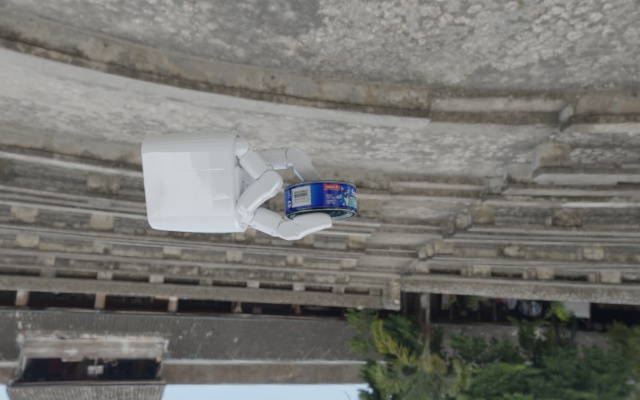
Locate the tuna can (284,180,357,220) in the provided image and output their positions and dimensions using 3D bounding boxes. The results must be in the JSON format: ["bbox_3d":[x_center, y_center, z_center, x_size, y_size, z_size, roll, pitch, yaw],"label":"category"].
[{"bbox_3d":[0.000,0.002,0.563,0.086,0.033,0.086,-3,-11,-1],"label":"tuna can"}]
